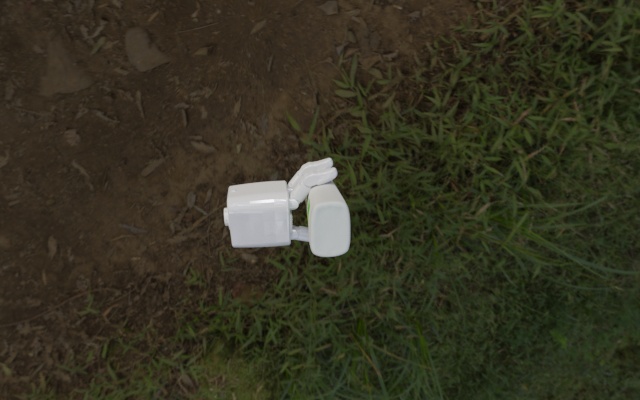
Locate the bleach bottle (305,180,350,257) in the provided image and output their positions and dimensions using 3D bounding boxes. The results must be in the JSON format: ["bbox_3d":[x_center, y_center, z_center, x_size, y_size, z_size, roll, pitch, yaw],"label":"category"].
[{"bbox_3d":[0.000,0.003,0.880,0.068,0.103,0.250,-3,21,-7],"label":"bleach bottle"}]
